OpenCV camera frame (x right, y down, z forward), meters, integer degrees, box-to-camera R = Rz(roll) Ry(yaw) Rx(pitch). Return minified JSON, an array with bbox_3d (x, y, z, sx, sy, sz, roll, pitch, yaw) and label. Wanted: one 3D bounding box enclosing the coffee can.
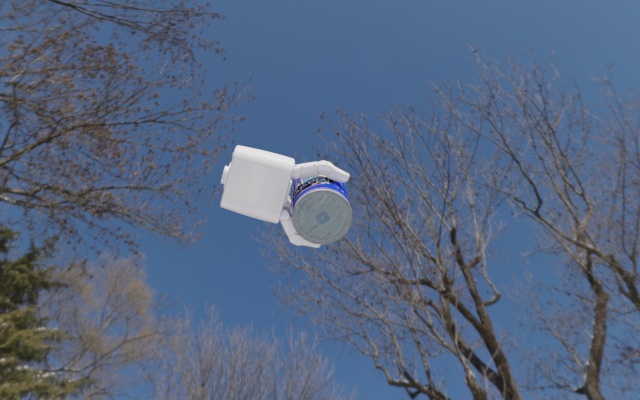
[{"bbox_3d":[0.000,0.003,0.872,0.103,0.103,0.140,0,23,-3],"label":"coffee can"}]
